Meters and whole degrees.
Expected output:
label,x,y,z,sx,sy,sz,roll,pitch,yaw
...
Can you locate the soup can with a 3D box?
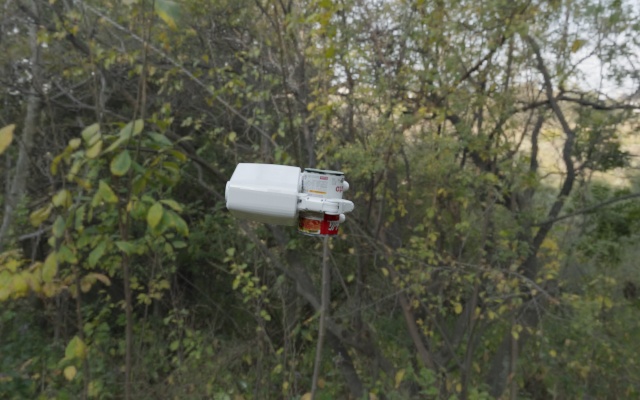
label,x,y,z,sx,sy,sz,roll,pitch,yaw
soup can,0.001,0.002,0.772,0.068,0.102,0.068,7,6,-1
